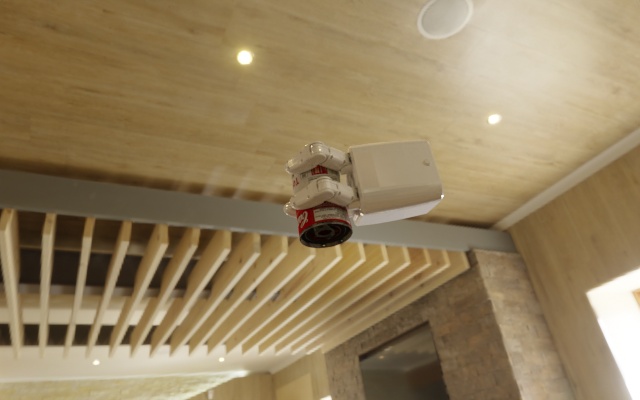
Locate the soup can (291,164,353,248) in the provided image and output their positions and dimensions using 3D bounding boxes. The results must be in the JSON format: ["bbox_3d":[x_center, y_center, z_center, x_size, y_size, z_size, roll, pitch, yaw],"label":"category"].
[{"bbox_3d":[0.000,0.002,0.625,0.068,0.102,0.068,-7,-30,-4],"label":"soup can"}]
